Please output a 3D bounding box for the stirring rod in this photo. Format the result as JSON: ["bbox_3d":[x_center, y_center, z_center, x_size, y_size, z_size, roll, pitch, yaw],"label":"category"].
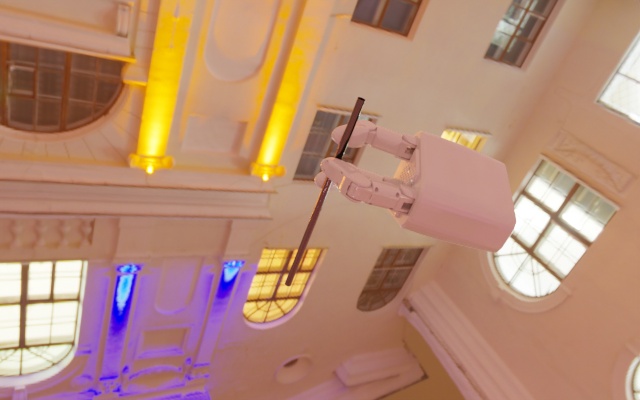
[{"bbox_3d":[0.000,0.002,0.511,0.011,0.240,0.011,16,29,-9],"label":"stirring rod"}]
